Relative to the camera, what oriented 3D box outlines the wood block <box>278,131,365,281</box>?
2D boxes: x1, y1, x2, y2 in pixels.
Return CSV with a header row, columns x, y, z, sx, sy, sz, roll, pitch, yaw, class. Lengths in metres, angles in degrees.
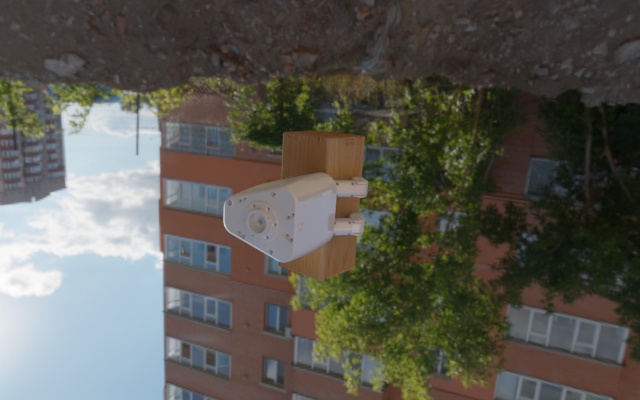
x,y,z,sx,sy,sz,roll,pitch,yaw,class
0.000,0.002,0.721,0.091,0.206,0.090,14,17,37,wood block
